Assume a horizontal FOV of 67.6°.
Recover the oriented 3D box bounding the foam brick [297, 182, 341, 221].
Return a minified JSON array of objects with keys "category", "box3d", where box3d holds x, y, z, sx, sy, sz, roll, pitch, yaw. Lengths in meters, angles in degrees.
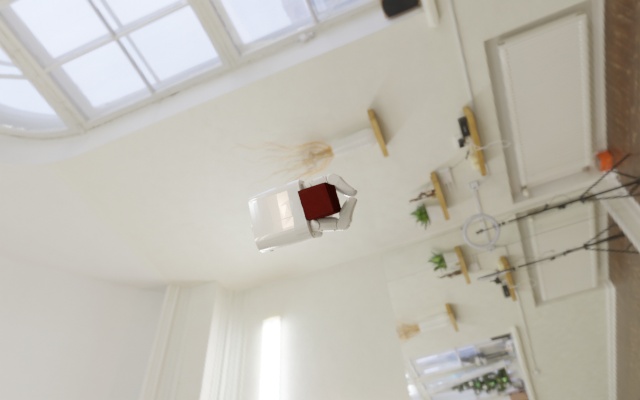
[{"category":"foam brick","box3d":[0.000,0.003,0.813,0.051,0.053,0.078,-17,-5,11]}]
